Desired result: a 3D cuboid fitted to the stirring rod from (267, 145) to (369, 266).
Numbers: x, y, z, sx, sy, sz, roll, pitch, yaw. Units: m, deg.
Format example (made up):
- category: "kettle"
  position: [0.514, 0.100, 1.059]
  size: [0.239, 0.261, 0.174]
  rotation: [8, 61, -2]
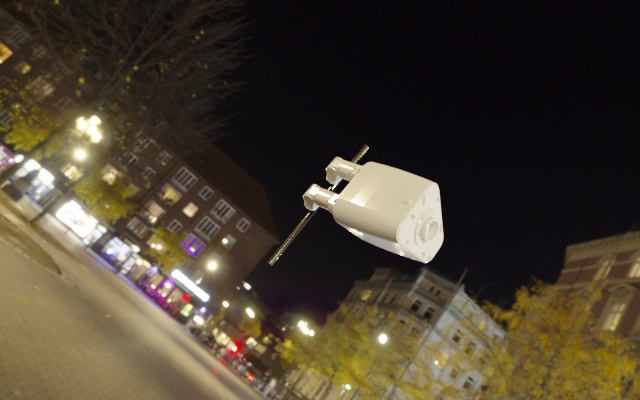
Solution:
- category: "stirring rod"
  position: [0.000, 0.002, 0.713]
  size: [0.011, 0.239, 0.011]
  rotation: [35, -20, 14]
